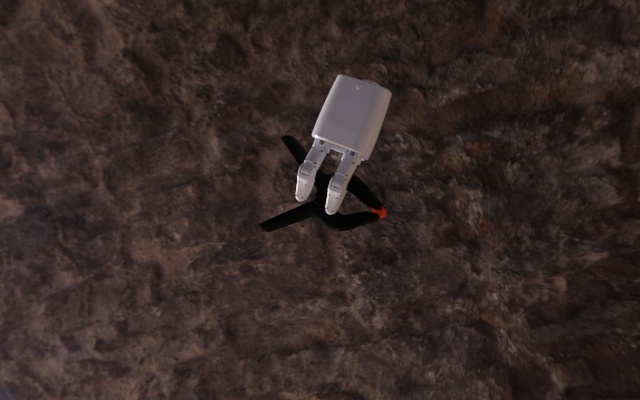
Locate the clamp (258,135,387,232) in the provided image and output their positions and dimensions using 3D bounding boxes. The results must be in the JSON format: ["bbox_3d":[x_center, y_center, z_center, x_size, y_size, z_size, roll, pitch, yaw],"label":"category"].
[{"bbox_3d":[0.001,0.003,0.767,0.210,0.164,0.036,23,6,21],"label":"clamp"}]
